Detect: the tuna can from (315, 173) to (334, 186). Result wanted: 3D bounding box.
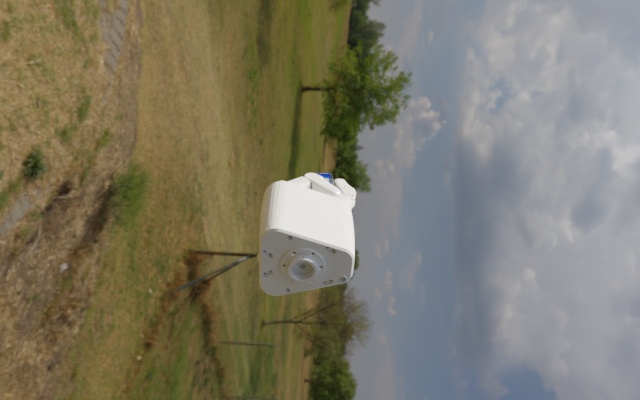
[{"bbox_3d":[0.001,0.002,0.694,0.034,0.086,0.086,-1,0,-4],"label":"tuna can"}]
